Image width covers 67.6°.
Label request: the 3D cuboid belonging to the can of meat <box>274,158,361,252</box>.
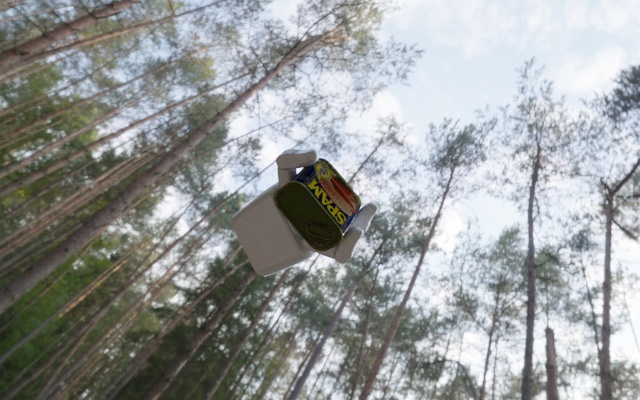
[{"bbox_3d":[0.000,0.002,0.636,0.057,0.102,0.084,-33,11,38],"label":"can of meat"}]
